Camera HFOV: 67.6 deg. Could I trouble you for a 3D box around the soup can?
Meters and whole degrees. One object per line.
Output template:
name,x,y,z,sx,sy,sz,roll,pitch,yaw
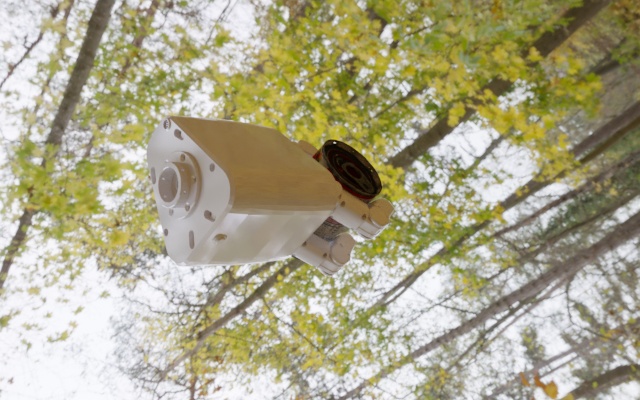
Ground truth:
soup can,0.000,0.002,0.455,0.068,0.068,0.102,0,-40,-50
